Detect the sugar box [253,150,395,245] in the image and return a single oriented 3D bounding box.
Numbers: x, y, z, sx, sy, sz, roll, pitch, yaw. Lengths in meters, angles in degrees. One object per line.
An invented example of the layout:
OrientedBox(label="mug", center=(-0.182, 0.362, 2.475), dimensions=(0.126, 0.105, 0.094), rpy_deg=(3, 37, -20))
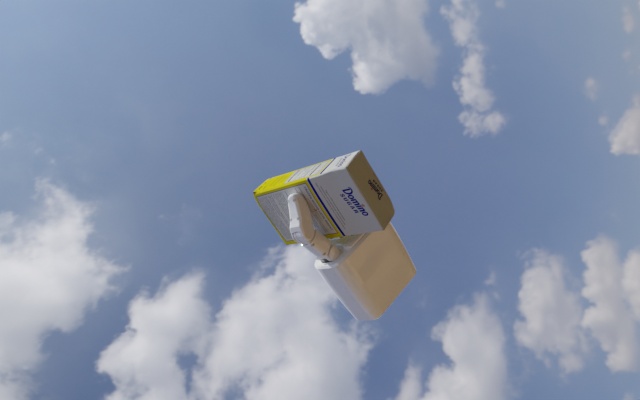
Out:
OrientedBox(label="sugar box", center=(0.000, 0.002, 0.609), dimensions=(0.176, 0.093, 0.048), rpy_deg=(-14, 27, 42))
